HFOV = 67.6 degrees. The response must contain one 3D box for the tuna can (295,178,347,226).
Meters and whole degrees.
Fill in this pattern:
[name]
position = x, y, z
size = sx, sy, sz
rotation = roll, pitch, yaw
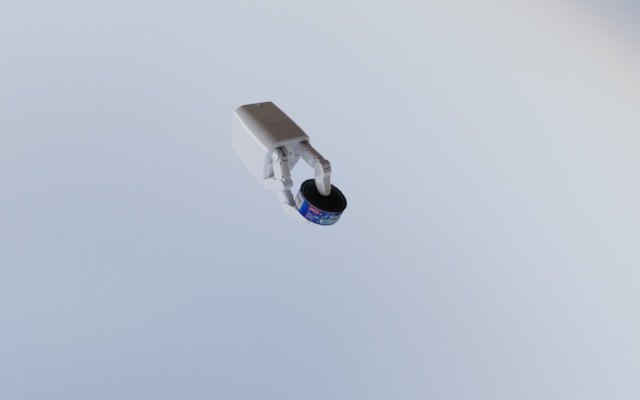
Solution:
[tuna can]
position = 0.000, 0.003, 0.813
size = 0.086, 0.034, 0.086
rotation = 18, 36, -14
